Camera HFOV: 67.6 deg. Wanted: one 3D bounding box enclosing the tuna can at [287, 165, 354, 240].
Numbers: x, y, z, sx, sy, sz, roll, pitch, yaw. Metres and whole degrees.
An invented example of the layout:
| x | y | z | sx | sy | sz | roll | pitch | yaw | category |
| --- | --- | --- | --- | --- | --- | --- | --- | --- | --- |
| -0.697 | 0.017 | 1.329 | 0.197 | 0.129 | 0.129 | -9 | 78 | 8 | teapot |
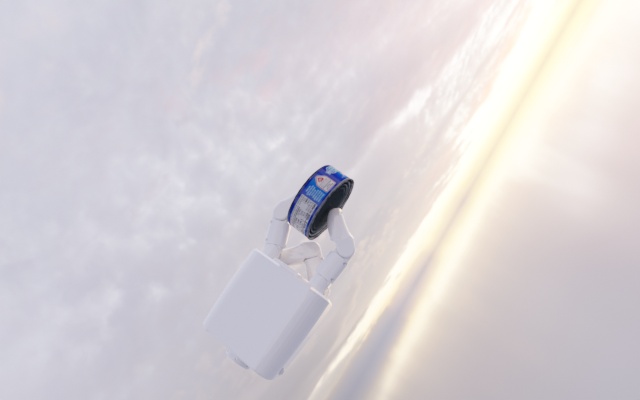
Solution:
| x | y | z | sx | sy | sz | roll | pitch | yaw | category |
| --- | --- | --- | --- | --- | --- | --- | --- | --- | --- |
| 0.000 | 0.001 | 0.553 | 0.033 | 0.086 | 0.086 | 36 | 11 | 16 | tuna can |
